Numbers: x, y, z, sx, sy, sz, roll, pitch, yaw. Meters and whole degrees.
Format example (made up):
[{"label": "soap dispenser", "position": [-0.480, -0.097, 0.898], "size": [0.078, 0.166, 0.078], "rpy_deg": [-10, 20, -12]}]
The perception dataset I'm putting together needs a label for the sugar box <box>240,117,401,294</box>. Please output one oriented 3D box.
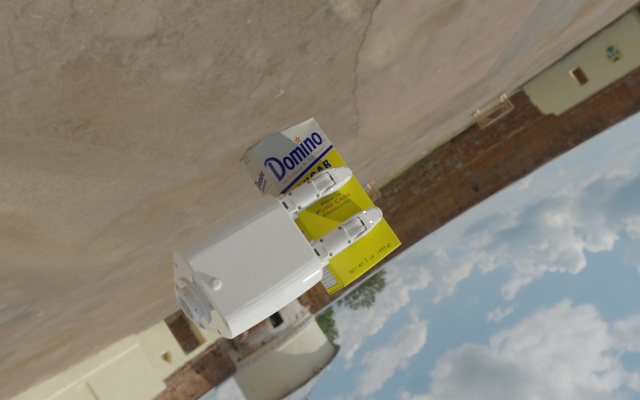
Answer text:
[{"label": "sugar box", "position": [0.000, 0.002, 0.523], "size": [0.093, 0.176, 0.048], "rpy_deg": [-32, -4, -32]}]
